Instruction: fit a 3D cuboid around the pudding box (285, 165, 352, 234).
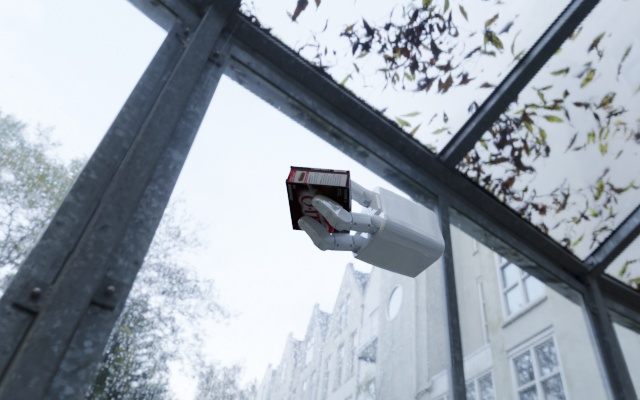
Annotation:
[{"bbox_3d":[0.000,0.002,0.695,0.090,0.039,0.114,4,-42,8],"label":"pudding box"}]
